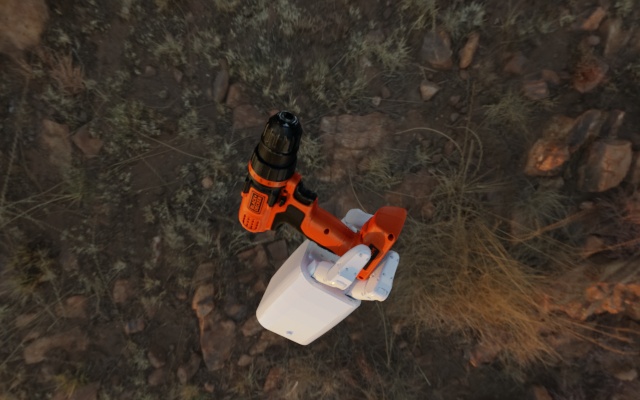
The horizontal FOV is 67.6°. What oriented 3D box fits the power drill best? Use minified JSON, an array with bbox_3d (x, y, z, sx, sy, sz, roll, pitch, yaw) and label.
[{"bbox_3d":[0.000,0.002,0.554,0.187,0.057,0.185,29,-42,3],"label":"power drill"}]
